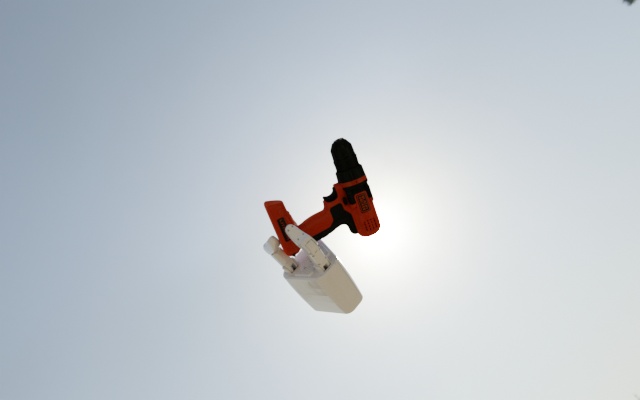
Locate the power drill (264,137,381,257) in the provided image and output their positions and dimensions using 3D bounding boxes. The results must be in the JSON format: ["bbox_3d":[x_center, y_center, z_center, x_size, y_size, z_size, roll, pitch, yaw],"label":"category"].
[{"bbox_3d":[0.000,0.003,0.838,0.187,0.184,0.057,-22,10,-7],"label":"power drill"}]
